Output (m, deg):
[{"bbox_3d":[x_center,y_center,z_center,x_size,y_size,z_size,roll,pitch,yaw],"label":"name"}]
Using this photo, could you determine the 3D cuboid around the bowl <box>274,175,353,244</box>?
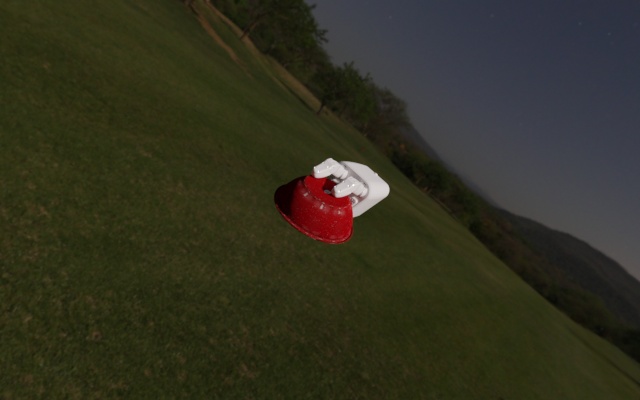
[{"bbox_3d":[0.000,0.003,0.859,0.162,0.055,0.162,23,30,-14],"label":"bowl"}]
